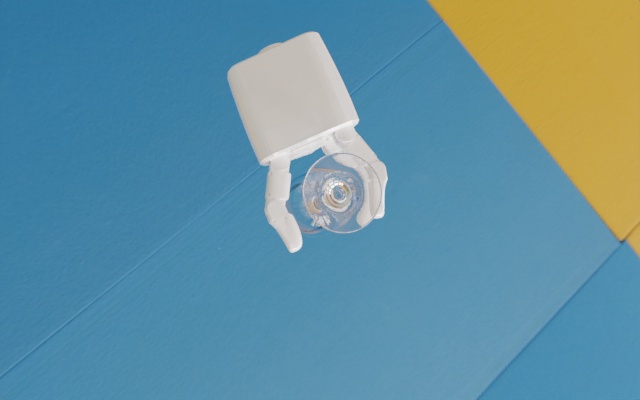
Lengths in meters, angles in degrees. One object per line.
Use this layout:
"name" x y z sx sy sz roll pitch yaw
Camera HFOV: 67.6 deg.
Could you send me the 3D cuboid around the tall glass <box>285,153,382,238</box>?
"tall glass" 0.000 0.002 0.530 0.079 0.079 0.201 0 -6 -12
